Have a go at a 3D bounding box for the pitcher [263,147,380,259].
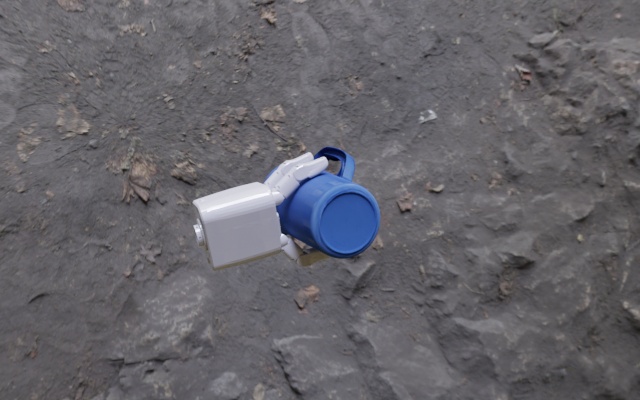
[{"bbox_3d":[0.000,0.003,0.766,0.145,0.149,0.243,-15,14,-19],"label":"pitcher"}]
